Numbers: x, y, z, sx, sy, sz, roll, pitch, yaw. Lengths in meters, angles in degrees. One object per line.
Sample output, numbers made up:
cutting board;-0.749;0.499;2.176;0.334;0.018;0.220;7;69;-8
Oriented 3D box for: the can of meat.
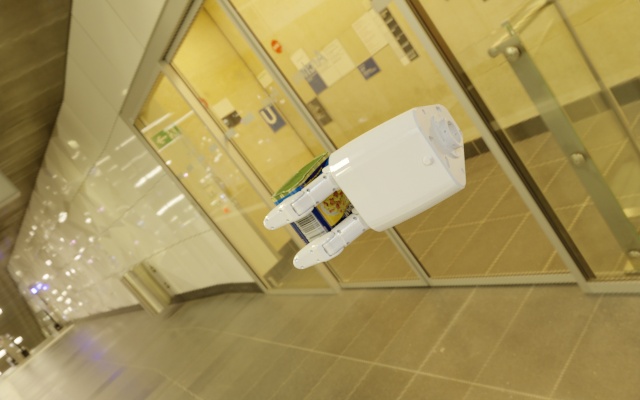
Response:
can of meat;0.000;0.002;0.559;0.057;0.084;0.102;-28;14;37
